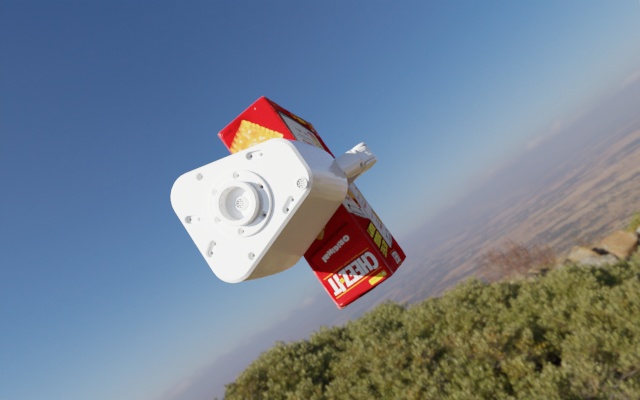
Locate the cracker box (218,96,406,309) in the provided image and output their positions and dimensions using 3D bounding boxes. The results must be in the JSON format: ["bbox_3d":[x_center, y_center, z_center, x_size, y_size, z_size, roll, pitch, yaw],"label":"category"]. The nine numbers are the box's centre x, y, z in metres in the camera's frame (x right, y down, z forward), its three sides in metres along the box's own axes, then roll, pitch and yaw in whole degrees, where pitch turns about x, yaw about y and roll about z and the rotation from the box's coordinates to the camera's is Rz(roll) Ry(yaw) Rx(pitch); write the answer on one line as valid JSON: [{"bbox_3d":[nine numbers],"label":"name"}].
[{"bbox_3d":[0.000,0.001,0.531,0.072,0.213,0.164,-37,-9,12],"label":"cracker box"}]
